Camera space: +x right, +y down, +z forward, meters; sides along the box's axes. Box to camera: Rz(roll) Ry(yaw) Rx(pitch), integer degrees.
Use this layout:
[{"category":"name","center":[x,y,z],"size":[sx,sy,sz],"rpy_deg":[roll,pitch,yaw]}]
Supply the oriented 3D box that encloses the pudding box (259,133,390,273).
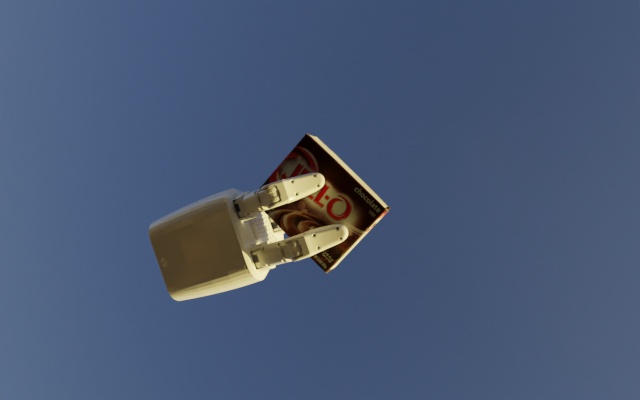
[{"category":"pudding box","center":[0.000,0.002,0.487],"size":[0.113,0.090,0.039],"rpy_deg":[44,14,7]}]
